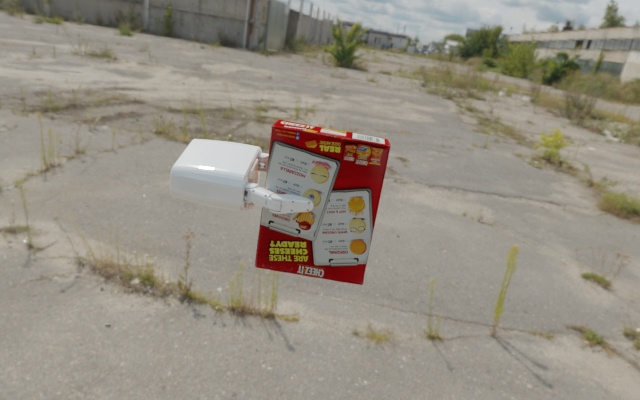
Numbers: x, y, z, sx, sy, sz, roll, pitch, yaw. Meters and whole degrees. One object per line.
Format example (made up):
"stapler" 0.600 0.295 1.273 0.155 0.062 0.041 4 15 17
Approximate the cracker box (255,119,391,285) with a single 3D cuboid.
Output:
"cracker box" 0.000 0.002 0.697 0.164 0.214 0.072 9 19 1
